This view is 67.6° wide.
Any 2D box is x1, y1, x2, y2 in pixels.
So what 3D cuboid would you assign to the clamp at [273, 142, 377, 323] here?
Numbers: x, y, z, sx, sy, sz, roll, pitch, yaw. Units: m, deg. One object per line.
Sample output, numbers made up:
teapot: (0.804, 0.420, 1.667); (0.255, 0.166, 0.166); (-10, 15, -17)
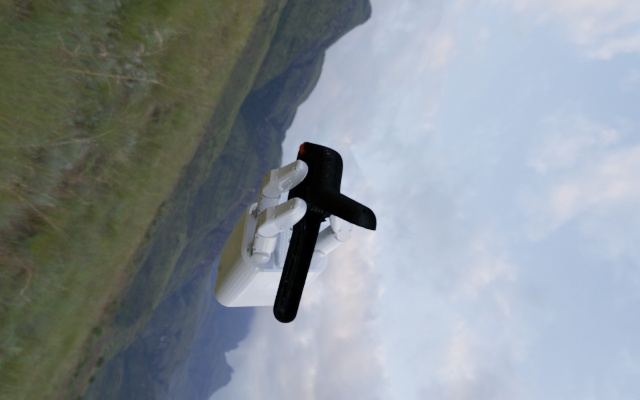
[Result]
clamp: (0.001, 0.002, 0.500); (0.036, 0.209, 0.165); (22, -46, -23)
